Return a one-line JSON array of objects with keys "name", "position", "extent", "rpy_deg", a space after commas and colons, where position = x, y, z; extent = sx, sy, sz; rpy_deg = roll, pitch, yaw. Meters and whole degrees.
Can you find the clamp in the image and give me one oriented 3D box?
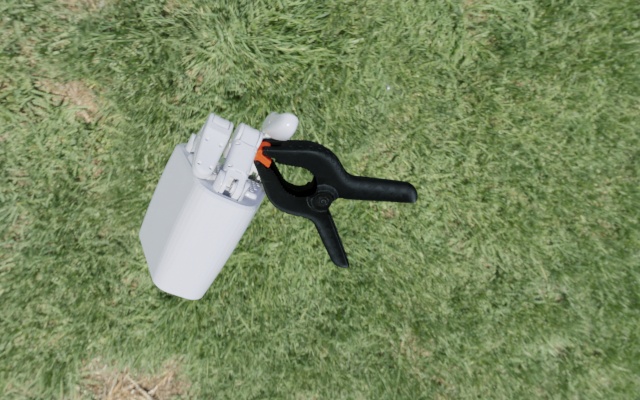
[{"name": "clamp", "position": [0.000, 0.002, 0.481], "extent": [0.171, 0.120, 0.039], "rpy_deg": [26, 19, -18]}]
